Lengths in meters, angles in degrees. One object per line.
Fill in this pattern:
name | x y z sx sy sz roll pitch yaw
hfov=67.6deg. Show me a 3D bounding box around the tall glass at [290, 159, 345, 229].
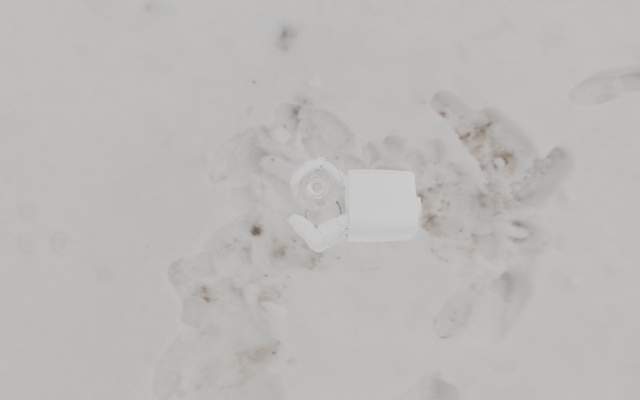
tall glass | 0.000 0.002 0.757 0.079 0.079 0.201 0 -15 3
